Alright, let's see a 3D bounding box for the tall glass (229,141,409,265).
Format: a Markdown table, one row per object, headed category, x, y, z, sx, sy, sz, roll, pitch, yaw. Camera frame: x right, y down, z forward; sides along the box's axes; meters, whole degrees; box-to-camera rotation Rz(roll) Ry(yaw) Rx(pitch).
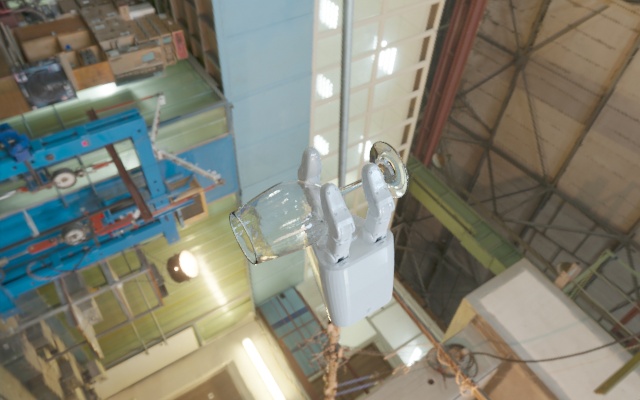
| category | x | y | z | sx | sy | sz | roll | pitch | yaw |
| --- | --- | --- | --- | --- | --- | --- | --- | --- | --- |
| tall glass | 0.001 | 0.001 | 0.545 | 0.201 | 0.079 | 0.079 | -25 | 10 | -23 |
